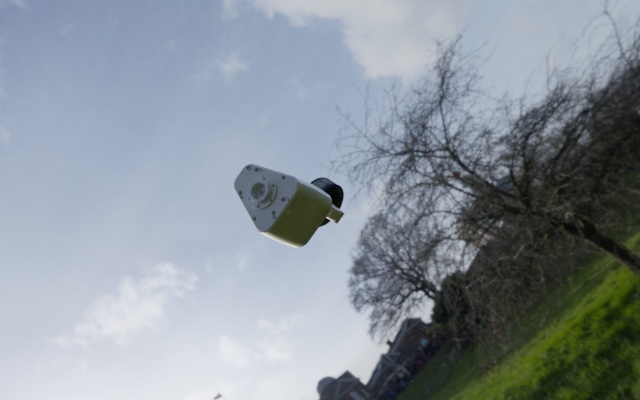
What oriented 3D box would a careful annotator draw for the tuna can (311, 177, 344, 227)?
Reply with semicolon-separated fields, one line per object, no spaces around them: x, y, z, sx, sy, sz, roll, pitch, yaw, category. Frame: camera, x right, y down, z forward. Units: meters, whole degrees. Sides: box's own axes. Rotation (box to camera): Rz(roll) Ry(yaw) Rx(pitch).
0.000;0.003;0.844;0.033;0.086;0.086;34;20;33;tuna can
